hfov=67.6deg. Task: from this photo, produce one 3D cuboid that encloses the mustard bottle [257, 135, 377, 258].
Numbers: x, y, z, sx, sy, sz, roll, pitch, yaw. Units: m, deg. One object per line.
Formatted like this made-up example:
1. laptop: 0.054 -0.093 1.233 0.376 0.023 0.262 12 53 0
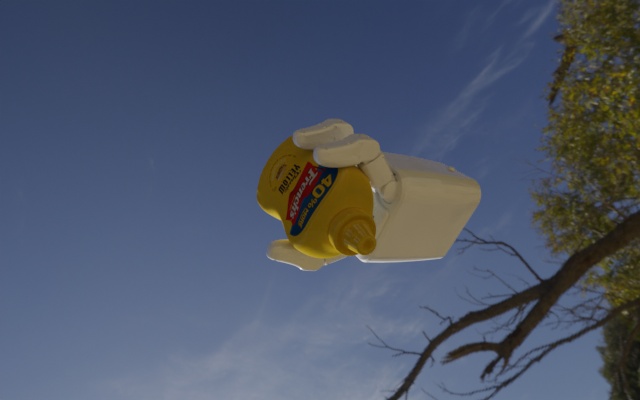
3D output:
1. mustard bottle: 0.000 0.001 0.464 0.058 0.096 0.191 31 7 -33
